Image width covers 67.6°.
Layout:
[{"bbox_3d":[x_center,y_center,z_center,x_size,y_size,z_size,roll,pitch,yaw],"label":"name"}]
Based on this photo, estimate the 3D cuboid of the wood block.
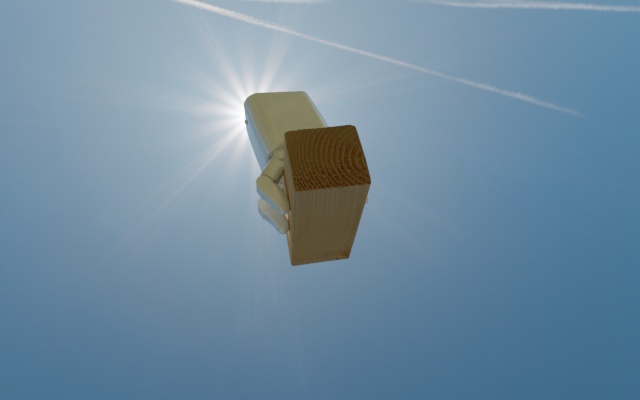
[{"bbox_3d":[0.000,0.002,0.643,0.091,0.090,0.206,-7,-30,-9],"label":"wood block"}]
